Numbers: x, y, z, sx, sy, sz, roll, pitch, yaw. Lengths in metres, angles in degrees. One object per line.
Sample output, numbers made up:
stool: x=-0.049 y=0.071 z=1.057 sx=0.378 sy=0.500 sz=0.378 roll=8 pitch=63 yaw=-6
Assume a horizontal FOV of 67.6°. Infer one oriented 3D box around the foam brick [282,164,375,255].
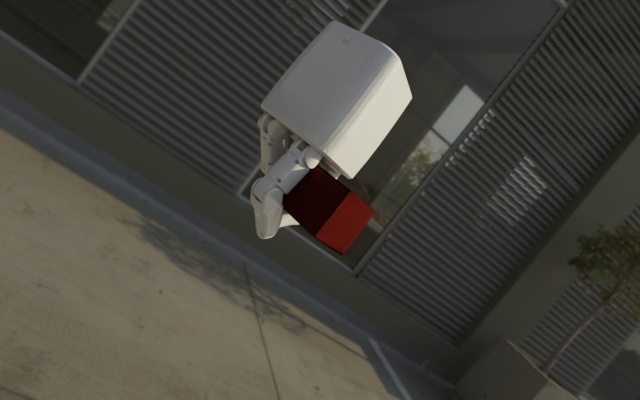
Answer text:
foam brick: x=0.000 y=0.002 z=0.435 sx=0.078 sy=0.051 sz=0.053 roll=41 pitch=2 yaw=38
